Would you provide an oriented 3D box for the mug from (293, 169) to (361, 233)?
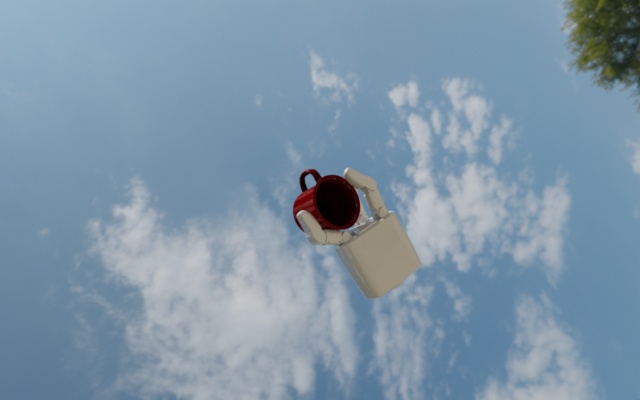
[{"bbox_3d":[-0.001,0.001,0.800,0.093,0.117,0.081,-32,3,-37],"label":"mug"}]
